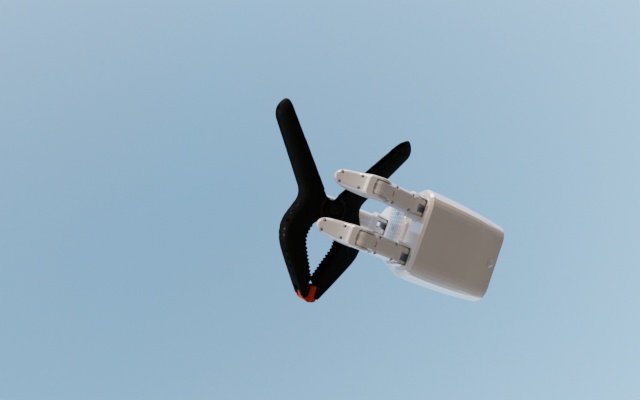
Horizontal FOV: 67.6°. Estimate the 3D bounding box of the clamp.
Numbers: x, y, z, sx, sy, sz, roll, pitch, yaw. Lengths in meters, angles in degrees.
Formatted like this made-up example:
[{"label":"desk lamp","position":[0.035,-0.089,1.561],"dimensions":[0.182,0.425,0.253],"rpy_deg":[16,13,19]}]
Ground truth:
[{"label":"clamp","position":[0.000,0.002,0.519],"dimensions":[0.164,0.210,0.036],"rpy_deg":[23,-7,-19]}]
